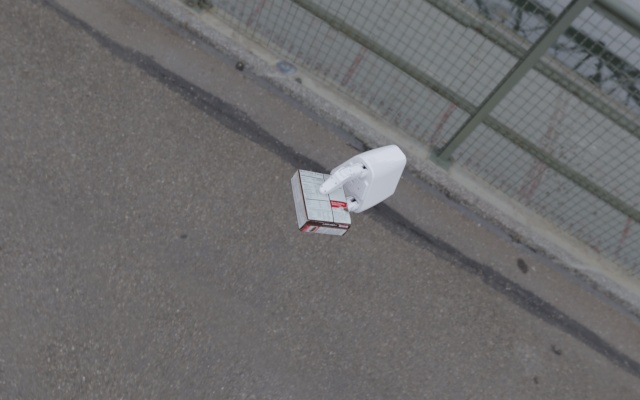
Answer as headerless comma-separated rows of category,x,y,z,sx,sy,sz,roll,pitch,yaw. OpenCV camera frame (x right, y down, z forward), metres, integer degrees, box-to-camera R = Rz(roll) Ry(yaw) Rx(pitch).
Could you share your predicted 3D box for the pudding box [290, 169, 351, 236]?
pudding box,0.000,0.003,0.842,0.090,0.113,0.039,7,-39,-26
